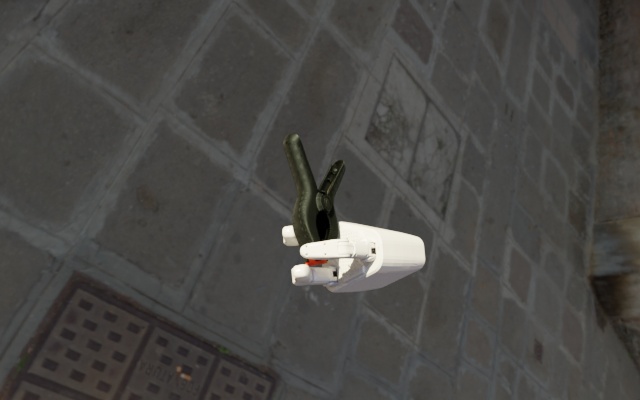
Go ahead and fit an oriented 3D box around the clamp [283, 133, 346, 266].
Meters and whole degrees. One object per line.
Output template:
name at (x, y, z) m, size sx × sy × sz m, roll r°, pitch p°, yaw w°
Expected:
clamp at (0.000, 0.002, 0.641) m, size 0.039 × 0.171 × 0.120 m, roll -14°, pitch -15°, yaw 42°
